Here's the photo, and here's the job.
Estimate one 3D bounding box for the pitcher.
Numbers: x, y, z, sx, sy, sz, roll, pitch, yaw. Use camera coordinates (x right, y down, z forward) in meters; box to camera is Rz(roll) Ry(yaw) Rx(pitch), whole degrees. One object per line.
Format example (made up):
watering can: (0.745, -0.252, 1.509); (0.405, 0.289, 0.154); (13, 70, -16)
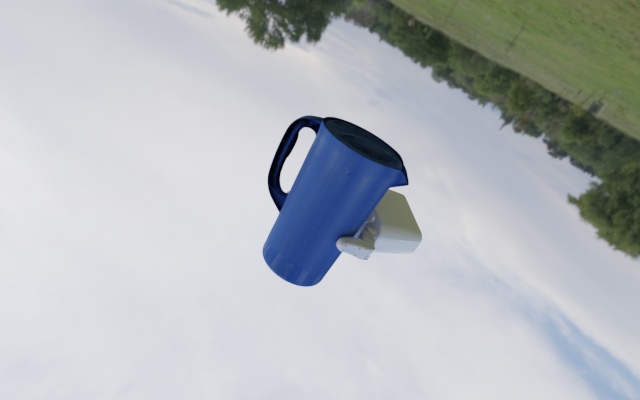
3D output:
pitcher: (0.000, 0.002, 0.712); (0.145, 0.243, 0.149); (11, 30, -39)
